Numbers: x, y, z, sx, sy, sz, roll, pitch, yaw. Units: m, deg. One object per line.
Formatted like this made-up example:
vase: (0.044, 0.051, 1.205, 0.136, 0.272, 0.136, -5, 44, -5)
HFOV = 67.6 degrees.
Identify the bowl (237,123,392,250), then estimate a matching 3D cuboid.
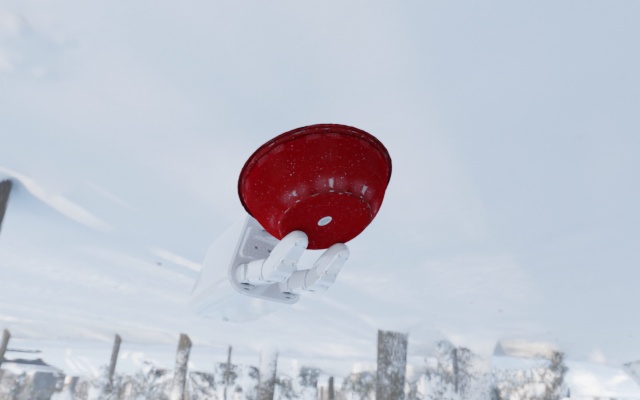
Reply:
bowl: (0.001, 0.001, 0.475, 0.162, 0.055, 0.162, -8, -39, -7)
